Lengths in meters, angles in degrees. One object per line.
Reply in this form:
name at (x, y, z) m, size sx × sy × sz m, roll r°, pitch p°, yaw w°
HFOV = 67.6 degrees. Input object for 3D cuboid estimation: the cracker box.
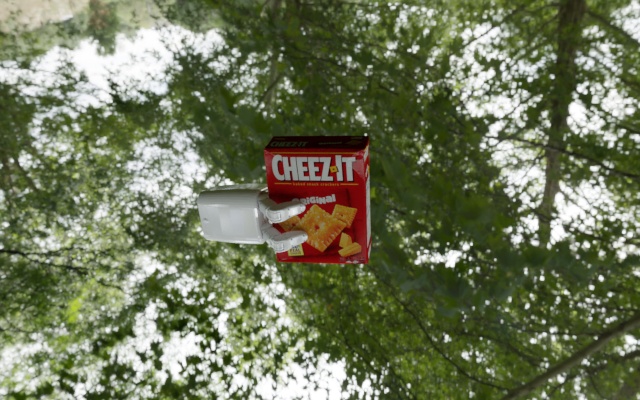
cracker box at (0.000, 0.003, 0.806) m, size 0.164 × 0.214 × 0.072 m, roll 1°, pitch 27°, yaw 10°
